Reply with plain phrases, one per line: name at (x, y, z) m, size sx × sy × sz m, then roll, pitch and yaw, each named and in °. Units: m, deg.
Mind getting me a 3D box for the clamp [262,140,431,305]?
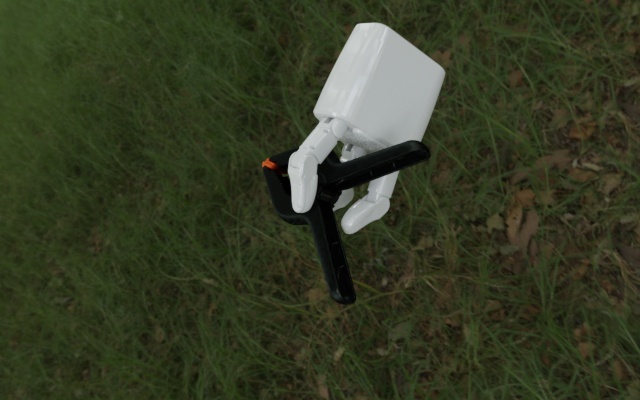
clamp at (-0.001, 0.001, 0.498) m, size 0.036 × 0.164 × 0.210 m, roll 26°, pitch -5°, yaw -43°
